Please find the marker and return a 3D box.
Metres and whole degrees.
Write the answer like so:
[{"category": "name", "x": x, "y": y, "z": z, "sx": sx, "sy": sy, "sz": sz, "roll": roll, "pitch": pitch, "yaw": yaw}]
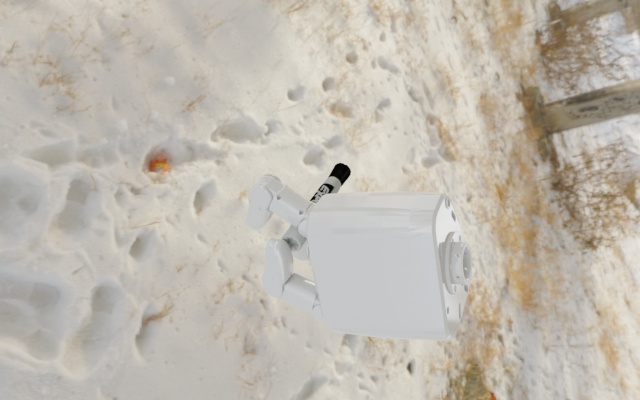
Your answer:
[{"category": "marker", "x": 0.000, "y": 0.001, "z": 0.443, "sx": 0.020, "sy": 0.020, "sz": 0.121, "roll": 0, "pitch": 35, "yaw": 30}]
